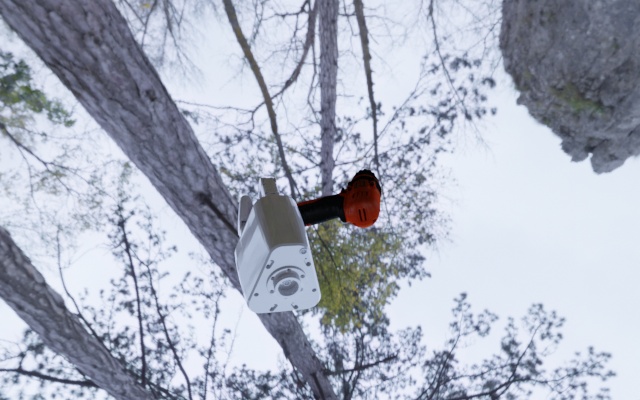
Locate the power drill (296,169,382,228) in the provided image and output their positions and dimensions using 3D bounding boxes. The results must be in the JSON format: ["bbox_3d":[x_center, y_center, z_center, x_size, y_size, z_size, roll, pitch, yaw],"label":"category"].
[{"bbox_3d":[0.000,0.003,0.726,0.187,0.057,0.184,-13,15,10],"label":"power drill"}]
